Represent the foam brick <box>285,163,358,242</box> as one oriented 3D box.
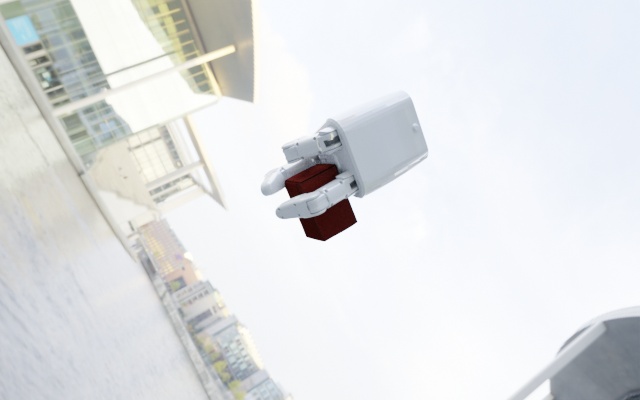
[{"bbox_3d":[0.000,0.002,0.567,0.051,0.078,0.053,-28,16,-22],"label":"foam brick"}]
